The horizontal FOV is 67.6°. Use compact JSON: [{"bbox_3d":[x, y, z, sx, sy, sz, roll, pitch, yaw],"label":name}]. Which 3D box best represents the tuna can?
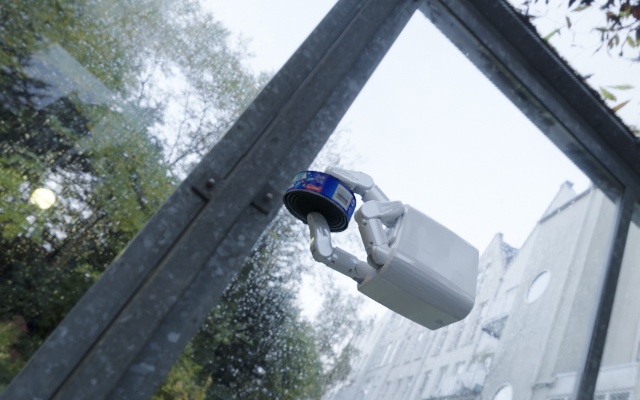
[{"bbox_3d":[0.000,0.001,0.578,0.086,0.033,0.086,20,-29,11],"label":"tuna can"}]
